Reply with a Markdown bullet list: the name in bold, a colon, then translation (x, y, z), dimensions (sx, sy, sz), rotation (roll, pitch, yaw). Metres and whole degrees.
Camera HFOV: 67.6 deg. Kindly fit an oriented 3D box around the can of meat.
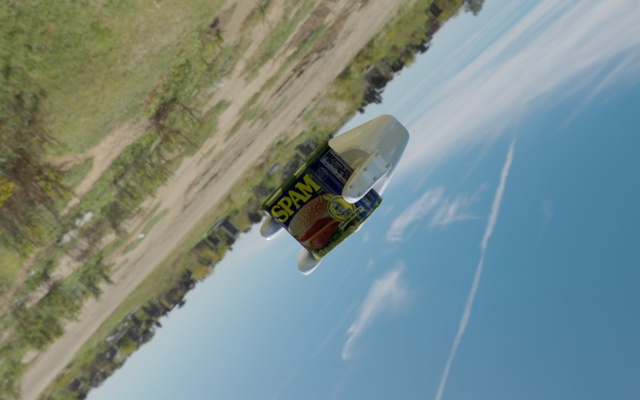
- **can of meat**: translation (0.000, 0.002, 0.489), dimensions (0.102, 0.084, 0.057), rotation (-43, 6, 37)
